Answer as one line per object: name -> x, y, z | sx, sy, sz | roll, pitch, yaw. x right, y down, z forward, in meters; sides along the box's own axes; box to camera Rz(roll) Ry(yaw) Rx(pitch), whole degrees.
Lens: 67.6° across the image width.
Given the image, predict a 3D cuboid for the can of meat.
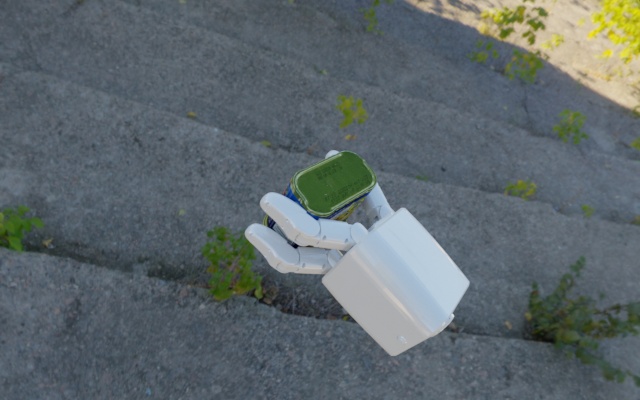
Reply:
can of meat -> 0.000, 0.001, 0.494 | 0.102, 0.057, 0.084 | -30, -15, -38
